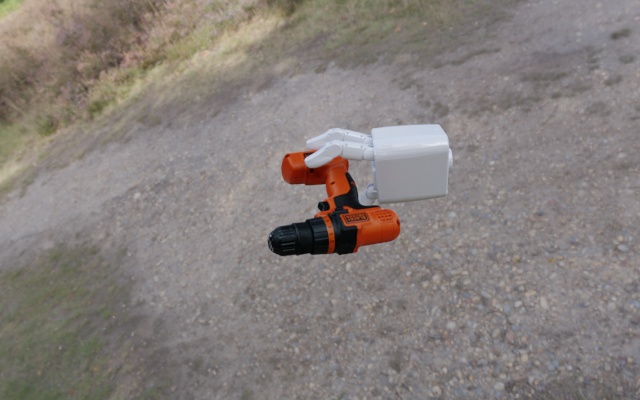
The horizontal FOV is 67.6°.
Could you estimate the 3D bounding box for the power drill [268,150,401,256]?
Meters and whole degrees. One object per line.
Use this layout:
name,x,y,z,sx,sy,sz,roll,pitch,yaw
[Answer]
power drill,0.000,0.002,0.691,0.184,0.057,0.187,-6,43,-18
